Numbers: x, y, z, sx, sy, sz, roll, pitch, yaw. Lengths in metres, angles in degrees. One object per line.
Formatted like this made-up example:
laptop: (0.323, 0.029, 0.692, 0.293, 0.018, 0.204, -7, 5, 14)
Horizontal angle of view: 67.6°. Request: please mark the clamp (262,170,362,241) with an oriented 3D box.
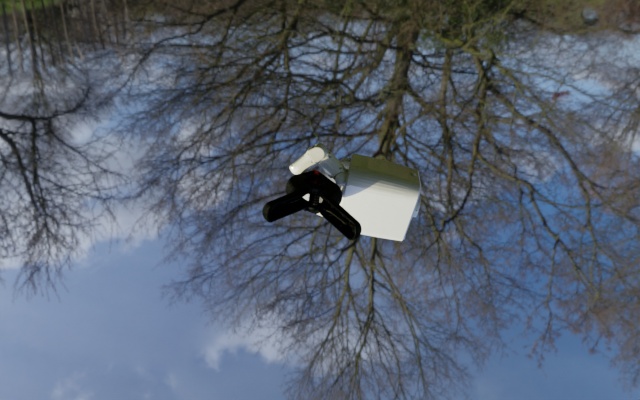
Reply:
clamp: (0.000, 0.003, 0.633, 0.120, 0.039, 0.171, 21, 24, 1)
